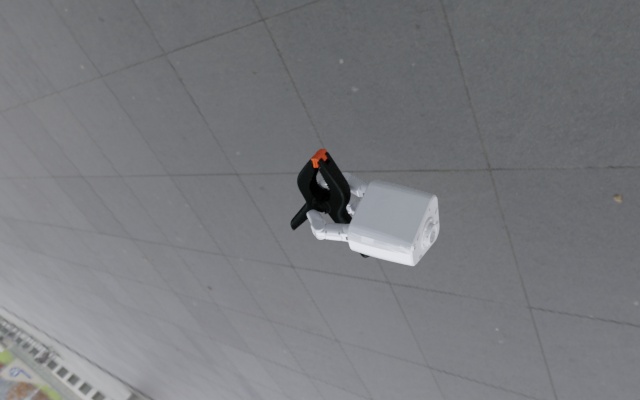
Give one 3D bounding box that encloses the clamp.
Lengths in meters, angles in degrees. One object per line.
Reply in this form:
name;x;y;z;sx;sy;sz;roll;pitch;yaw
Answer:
clamp;0.000;0.003;0.798;0.164;0.210;0.036;13;47;30
